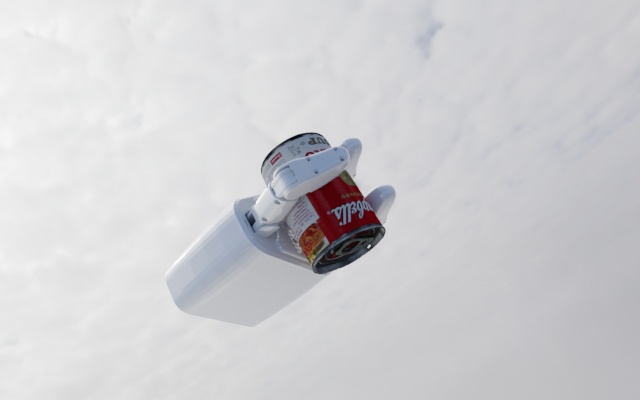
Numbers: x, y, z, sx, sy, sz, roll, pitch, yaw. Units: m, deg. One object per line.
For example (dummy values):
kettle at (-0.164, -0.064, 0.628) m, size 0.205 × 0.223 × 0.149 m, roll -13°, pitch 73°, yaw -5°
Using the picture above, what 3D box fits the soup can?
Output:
soup can at (0.000, 0.001, 0.404) m, size 0.068 × 0.102 × 0.068 m, roll -25°, pitch -24°, yaw -12°
